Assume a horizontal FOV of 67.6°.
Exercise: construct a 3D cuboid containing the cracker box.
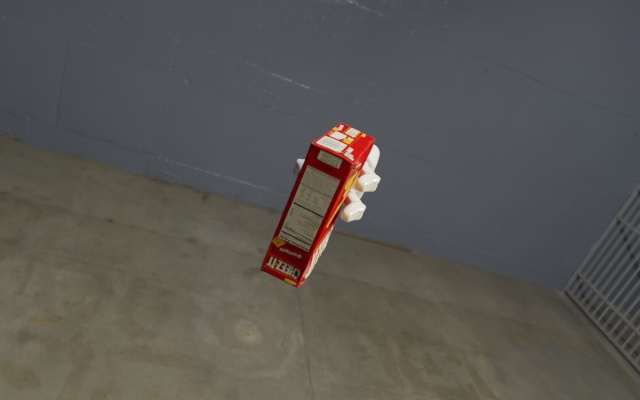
[{"bbox_3d":[0.000,0.002,0.727,0.072,0.214,0.164,26,23,6],"label":"cracker box"}]
